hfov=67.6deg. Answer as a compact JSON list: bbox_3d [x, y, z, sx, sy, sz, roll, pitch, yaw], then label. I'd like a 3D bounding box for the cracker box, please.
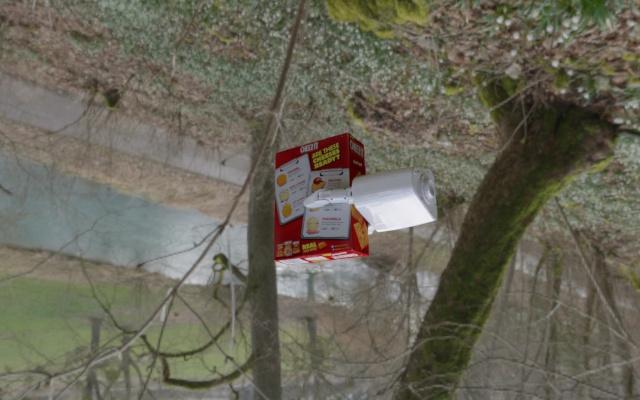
[{"bbox_3d":[0.000,0.003,0.870,0.164,0.213,0.072,-12,-21,30],"label":"cracker box"}]
